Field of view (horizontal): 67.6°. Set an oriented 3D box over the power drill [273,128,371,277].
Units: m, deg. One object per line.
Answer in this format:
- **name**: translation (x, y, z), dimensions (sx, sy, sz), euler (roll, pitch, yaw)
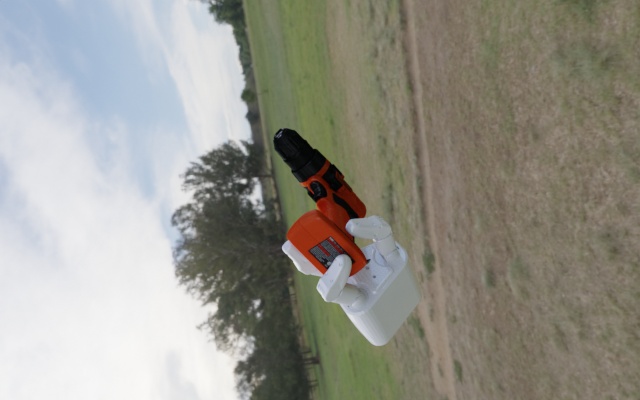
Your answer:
- **power drill**: translation (0.000, 0.003, 0.631), dimensions (0.057, 0.184, 0.187), euler (-36, 25, 21)
